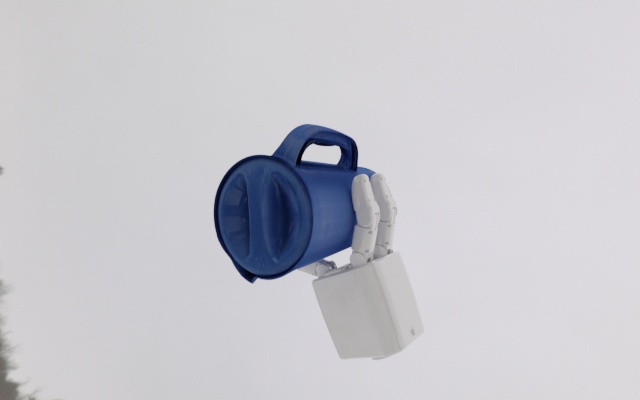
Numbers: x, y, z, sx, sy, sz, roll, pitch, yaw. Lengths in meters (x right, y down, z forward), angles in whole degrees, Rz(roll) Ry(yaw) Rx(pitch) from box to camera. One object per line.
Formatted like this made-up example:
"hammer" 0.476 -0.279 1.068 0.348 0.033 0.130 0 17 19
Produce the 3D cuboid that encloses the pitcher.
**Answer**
"pitcher" 0.000 0.002 0.594 0.149 0.145 0.243 -23 -8 31
